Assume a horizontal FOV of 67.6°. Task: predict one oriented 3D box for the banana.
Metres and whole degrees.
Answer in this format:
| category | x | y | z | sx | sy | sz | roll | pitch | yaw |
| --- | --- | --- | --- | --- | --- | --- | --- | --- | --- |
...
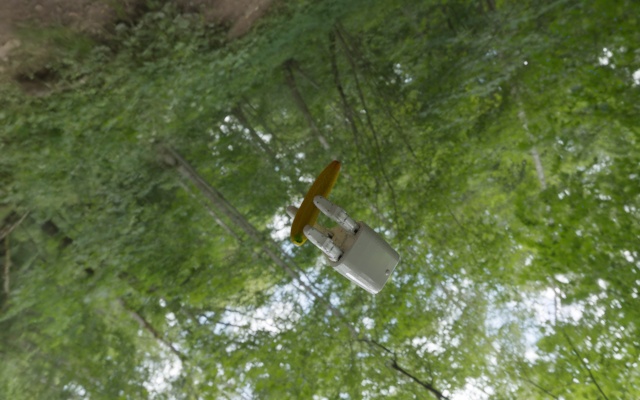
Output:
| category | x | y | z | sx | sy | sz | roll | pitch | yaw |
| --- | --- | --- | --- | --- | --- | --- | --- | --- | --- |
| banana | -0.012 | 0.011 | 0.862 | 0.037 | 0.197 | 0.070 | 38 | -37 | -18 |
